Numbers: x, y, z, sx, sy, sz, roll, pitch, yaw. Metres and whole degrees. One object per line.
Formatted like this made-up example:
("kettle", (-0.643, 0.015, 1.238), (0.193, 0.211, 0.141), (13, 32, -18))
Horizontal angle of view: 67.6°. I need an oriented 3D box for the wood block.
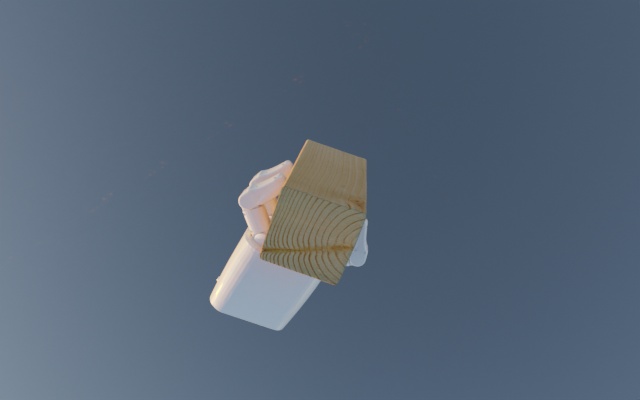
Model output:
("wood block", (0.000, 0.002, 0.581), (0.091, 0.090, 0.206), (20, 21, -2))
